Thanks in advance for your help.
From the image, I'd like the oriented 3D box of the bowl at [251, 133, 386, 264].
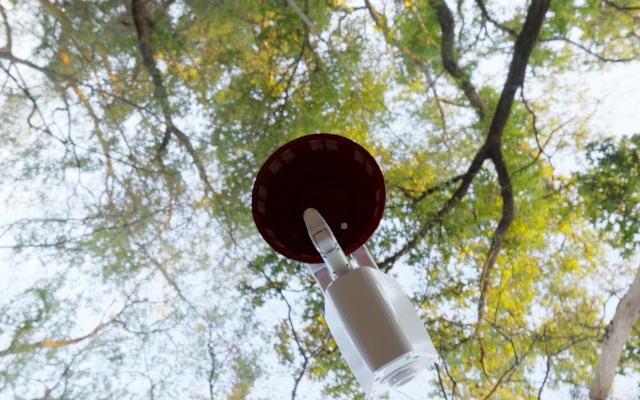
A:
[{"bbox_3d":[0.000,0.001,0.585,0.162,0.162,0.055,0,-17,10],"label":"bowl"}]
